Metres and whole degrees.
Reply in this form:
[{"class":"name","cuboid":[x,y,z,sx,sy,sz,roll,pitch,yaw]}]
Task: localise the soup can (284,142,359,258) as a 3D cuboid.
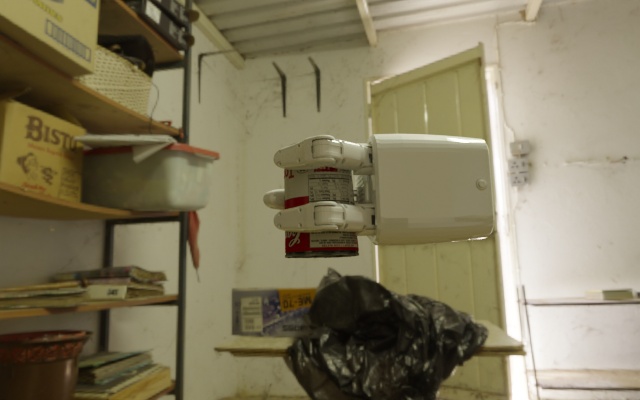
[{"class":"soup can","cuboid":[0.000,0.001,0.444,0.068,0.102,0.068,-2,-8,0]}]
